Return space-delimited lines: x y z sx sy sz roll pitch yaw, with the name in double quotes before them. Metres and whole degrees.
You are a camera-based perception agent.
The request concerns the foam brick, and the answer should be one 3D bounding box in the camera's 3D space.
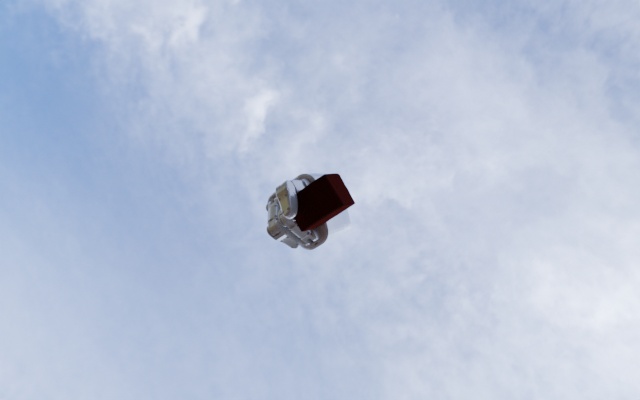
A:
"foam brick" 0.000 0.002 0.688 0.078 0.053 0.051 -33 -10 25
